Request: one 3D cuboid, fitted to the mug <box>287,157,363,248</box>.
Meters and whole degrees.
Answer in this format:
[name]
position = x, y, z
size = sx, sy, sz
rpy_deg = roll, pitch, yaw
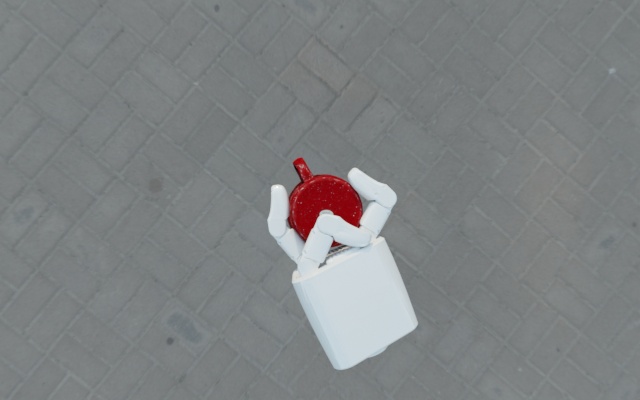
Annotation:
[mug]
position = 0.000, 0.001, 0.567
size = 0.093, 0.117, 0.081
rpy_deg = -25, 1, -3
